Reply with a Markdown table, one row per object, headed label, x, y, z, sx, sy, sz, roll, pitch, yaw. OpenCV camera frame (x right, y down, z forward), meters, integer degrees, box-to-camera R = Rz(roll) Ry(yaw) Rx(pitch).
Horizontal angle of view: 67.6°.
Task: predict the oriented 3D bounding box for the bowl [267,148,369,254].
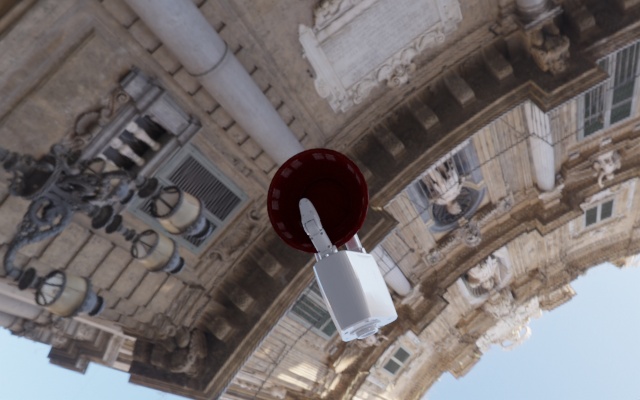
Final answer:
| label | x | y | z | sx | sy | sz | roll | pitch | yaw |
| --- | --- | --- | --- | --- | --- | --- | --- | --- | --- |
| bowl | 0.000 | 0.001 | 0.750 | 0.162 | 0.162 | 0.055 | 0 | -7 | 16 |
